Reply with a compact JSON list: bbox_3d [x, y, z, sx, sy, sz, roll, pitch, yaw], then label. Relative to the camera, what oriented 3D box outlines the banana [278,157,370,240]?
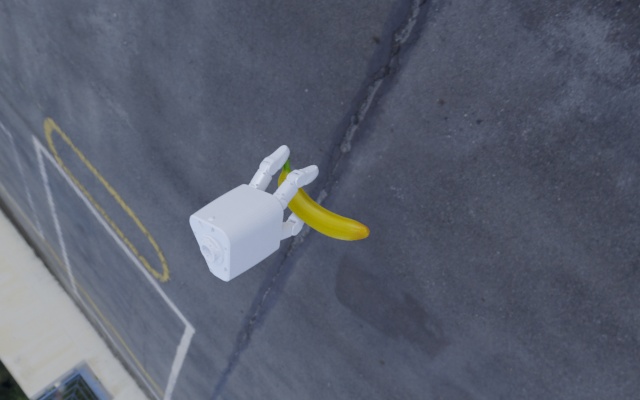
[{"bbox_3d":[-0.007,0.013,0.781,0.197,0.070,0.037,41,46,19],"label":"banana"}]
